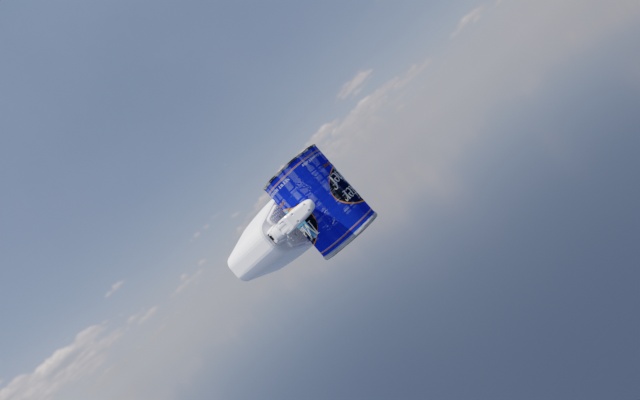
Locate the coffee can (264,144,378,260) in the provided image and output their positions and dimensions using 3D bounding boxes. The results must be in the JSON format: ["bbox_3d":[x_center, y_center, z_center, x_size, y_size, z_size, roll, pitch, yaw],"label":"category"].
[{"bbox_3d":[0.000,0.002,0.707,0.103,0.140,0.103,-41,-1,-1],"label":"coffee can"}]
